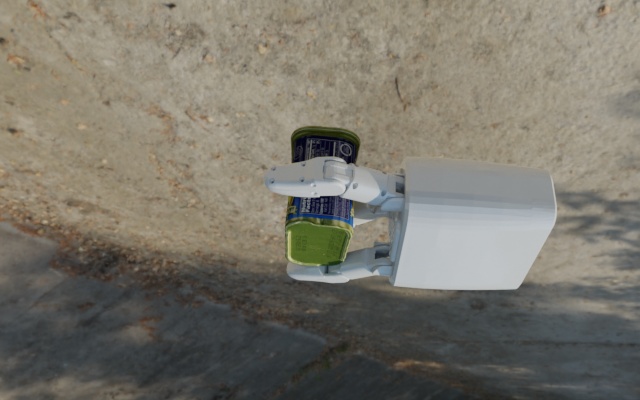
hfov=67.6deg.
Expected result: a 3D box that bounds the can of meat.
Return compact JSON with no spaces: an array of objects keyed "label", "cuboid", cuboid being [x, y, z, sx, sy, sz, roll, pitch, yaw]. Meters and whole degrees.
[{"label":"can of meat","cuboid":[0.000,0.002,0.401,0.057,0.084,0.102,5,-26,-1]}]
